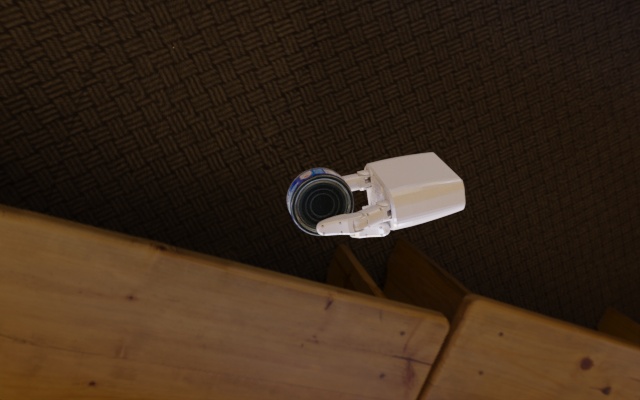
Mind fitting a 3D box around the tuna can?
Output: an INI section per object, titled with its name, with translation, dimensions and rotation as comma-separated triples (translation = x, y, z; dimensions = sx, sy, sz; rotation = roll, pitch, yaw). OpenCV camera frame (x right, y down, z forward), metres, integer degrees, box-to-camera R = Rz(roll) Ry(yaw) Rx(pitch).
[tuna can]
translation = 0.000, 0.002, 0.626
dimensions = 0.086, 0.086, 0.033
rotation = 0, 18, -11
